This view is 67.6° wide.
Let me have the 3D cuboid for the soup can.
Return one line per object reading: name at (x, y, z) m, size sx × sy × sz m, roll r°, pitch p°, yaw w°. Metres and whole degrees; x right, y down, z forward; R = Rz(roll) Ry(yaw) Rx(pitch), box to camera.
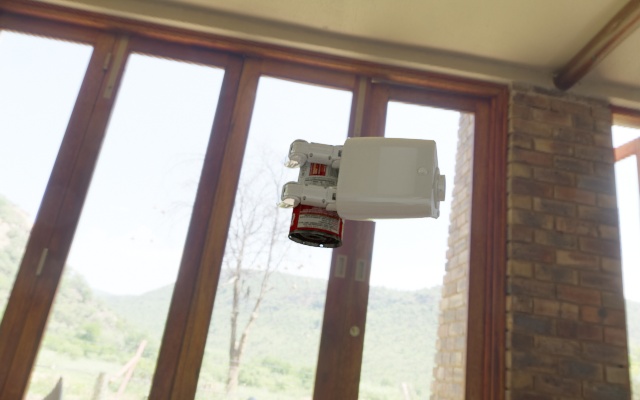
soup can at (0.000, 0.002, 0.598) m, size 0.068 × 0.102 × 0.068 m, roll 7°, pitch -19°, yaw 3°
